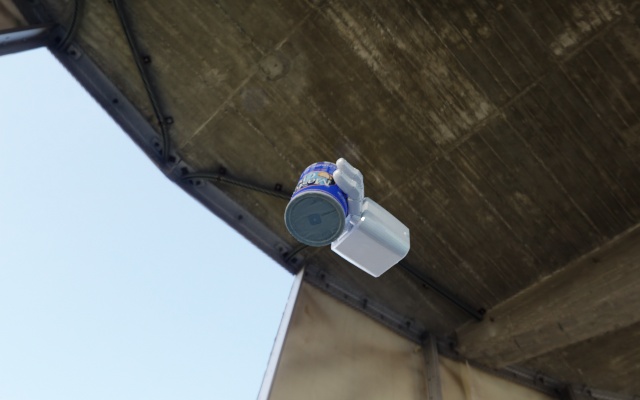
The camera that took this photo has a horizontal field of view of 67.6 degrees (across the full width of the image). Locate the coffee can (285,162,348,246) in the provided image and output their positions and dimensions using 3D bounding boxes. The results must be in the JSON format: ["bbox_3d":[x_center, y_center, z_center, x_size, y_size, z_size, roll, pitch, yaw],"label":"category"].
[{"bbox_3d":[0.000,0.003,0.855,0.103,0.103,0.140,0,26,9],"label":"coffee can"}]
